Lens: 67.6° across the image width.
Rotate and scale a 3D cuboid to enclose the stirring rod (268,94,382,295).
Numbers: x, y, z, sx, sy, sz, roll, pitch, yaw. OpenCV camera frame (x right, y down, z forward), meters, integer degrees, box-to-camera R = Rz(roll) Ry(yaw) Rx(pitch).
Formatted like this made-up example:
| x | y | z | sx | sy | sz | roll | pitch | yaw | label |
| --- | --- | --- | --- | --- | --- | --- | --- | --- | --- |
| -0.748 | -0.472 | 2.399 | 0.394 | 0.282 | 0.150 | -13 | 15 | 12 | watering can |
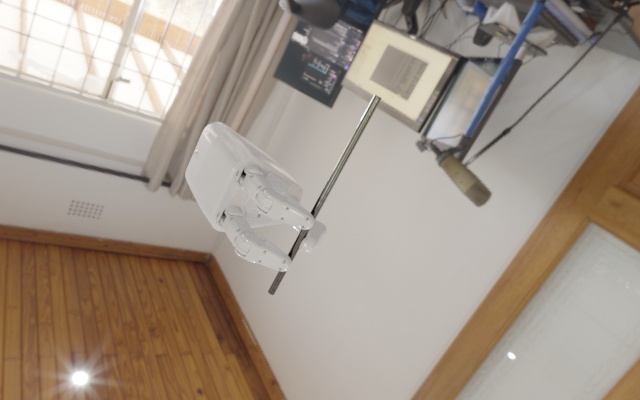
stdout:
| x | y | z | sx | sy | sz | roll | pitch | yaw | label |
| --- | --- | --- | --- | --- | --- | --- | --- | --- | --- |
| 0.000 | 0.001 | 0.491 | 0.011 | 0.239 | 0.011 | 26 | 19 | -9 | stirring rod |
